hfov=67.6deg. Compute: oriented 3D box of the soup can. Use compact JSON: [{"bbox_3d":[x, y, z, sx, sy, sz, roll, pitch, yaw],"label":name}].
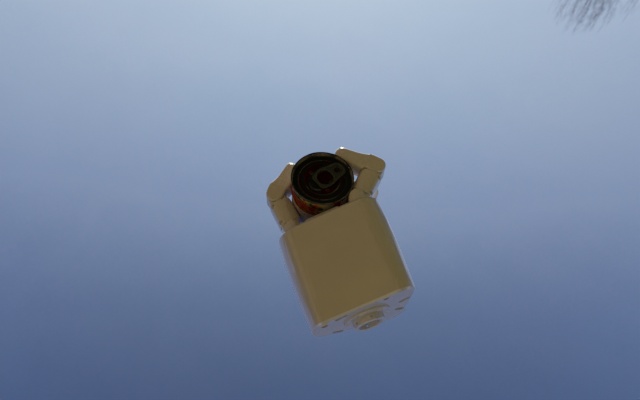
[{"bbox_3d":[0.000,0.002,0.549,0.068,0.068,0.102,0,-32,-3],"label":"soup can"}]
